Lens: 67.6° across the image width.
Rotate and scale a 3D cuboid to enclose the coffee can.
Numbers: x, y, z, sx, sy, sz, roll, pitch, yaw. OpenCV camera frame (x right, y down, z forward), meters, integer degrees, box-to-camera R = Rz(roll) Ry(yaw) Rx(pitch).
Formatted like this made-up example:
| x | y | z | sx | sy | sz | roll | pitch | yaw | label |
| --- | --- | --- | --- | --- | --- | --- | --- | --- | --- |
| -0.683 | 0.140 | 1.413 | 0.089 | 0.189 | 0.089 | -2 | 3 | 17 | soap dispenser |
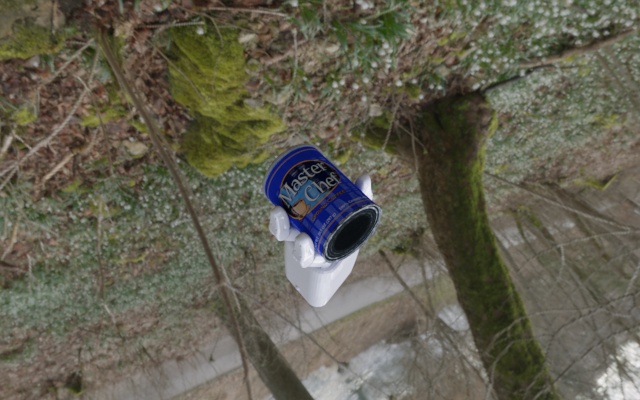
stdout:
| x | y | z | sx | sy | sz | roll | pitch | yaw | label |
| --- | --- | --- | --- | --- | --- | --- | --- | --- | --- |
| 0.000 | 0.002 | 0.663 | 0.140 | 0.103 | 0.103 | 45 | 25 | 29 | coffee can |
